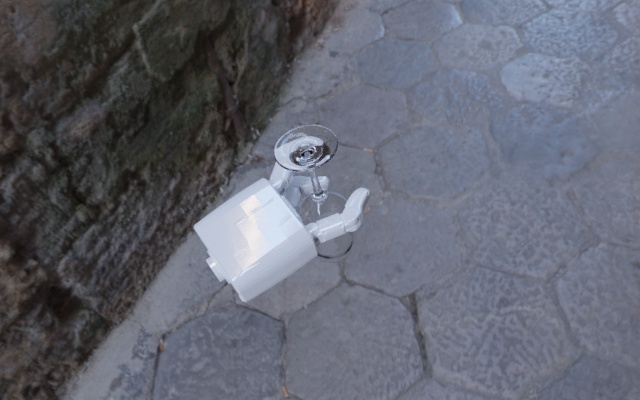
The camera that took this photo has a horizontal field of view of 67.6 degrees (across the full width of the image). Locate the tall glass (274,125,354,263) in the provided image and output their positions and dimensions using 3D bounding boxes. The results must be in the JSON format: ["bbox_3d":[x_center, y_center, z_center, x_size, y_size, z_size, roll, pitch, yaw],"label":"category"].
[{"bbox_3d":[0.000,0.002,0.616,0.079,0.079,0.201,0,-39,13],"label":"tall glass"}]
